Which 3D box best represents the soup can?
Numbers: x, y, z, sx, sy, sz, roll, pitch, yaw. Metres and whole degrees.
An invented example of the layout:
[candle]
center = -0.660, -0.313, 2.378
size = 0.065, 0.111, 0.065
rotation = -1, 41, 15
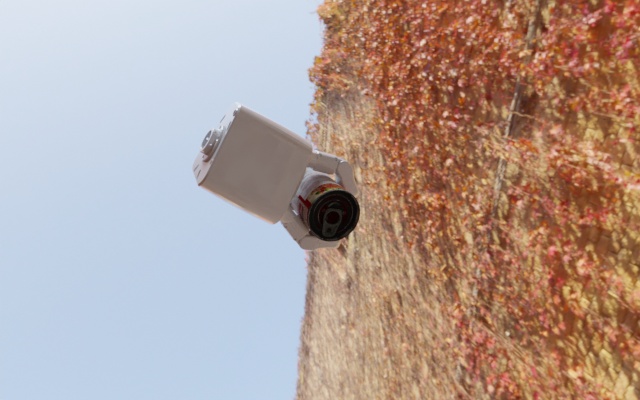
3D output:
[soup can]
center = 0.000, 0.002, 0.620
size = 0.068, 0.068, 0.102
rotation = 0, 20, -21
